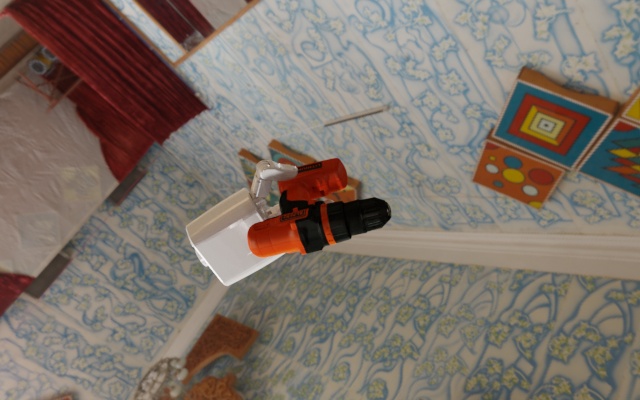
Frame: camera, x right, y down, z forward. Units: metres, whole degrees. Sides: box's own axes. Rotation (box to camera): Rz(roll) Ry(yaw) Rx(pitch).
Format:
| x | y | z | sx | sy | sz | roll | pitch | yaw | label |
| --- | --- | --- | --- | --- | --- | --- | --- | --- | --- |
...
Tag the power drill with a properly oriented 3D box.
| x | y | z | sx | sy | sz | roll | pitch | yaw | label |
| --- | --- | --- | --- | --- | --- | --- | --- | --- | --- |
| 0.000 | 0.002 | 0.657 | 0.184 | 0.057 | 0.187 | -12 | 23 | 9 | power drill |
